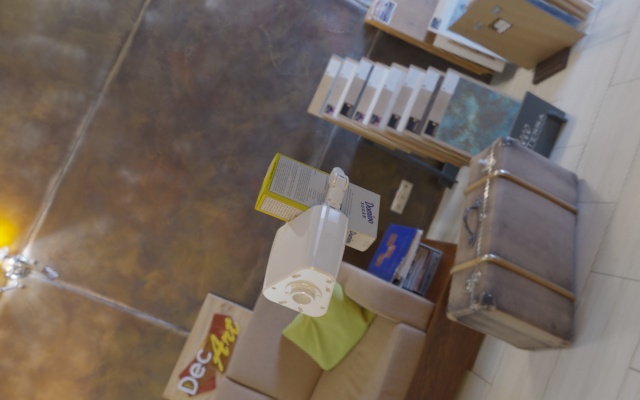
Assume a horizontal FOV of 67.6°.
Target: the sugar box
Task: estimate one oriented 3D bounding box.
[{"bbox_3d":[0.000,0.003,0.709,0.176,0.093,0.048,25,-45,-12],"label":"sugar box"}]
